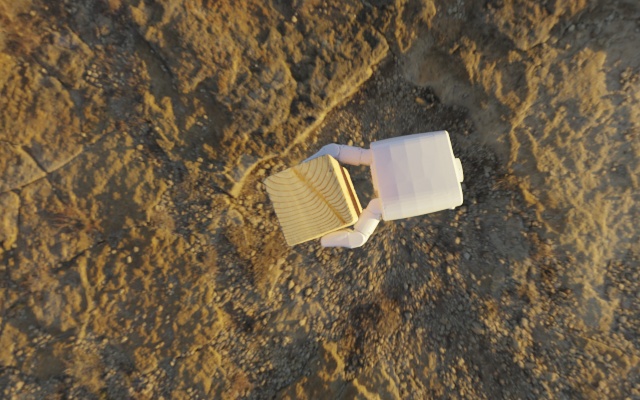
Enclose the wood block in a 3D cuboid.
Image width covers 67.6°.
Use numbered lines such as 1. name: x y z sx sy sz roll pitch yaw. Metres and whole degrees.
1. wood block: 0.000 0.002 0.674 0.090 0.091 0.206 -21 -5 7
